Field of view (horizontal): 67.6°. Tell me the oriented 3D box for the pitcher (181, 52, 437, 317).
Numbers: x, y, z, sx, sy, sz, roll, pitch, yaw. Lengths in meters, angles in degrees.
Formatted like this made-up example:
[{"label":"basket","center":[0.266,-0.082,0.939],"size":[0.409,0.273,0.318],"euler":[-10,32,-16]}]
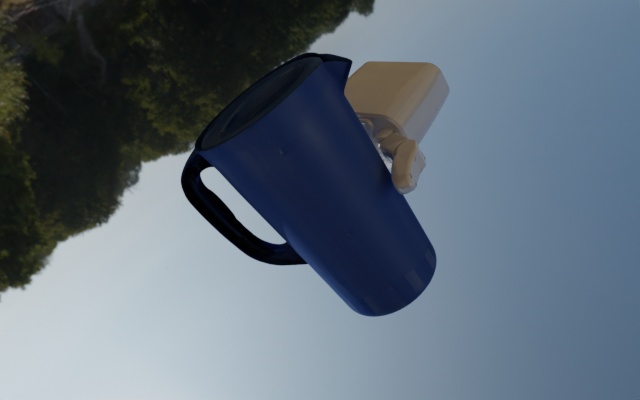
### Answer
[{"label":"pitcher","center":[0.000,0.001,0.452],"size":[0.149,0.243,0.145],"euler":[-5,40,49]}]
